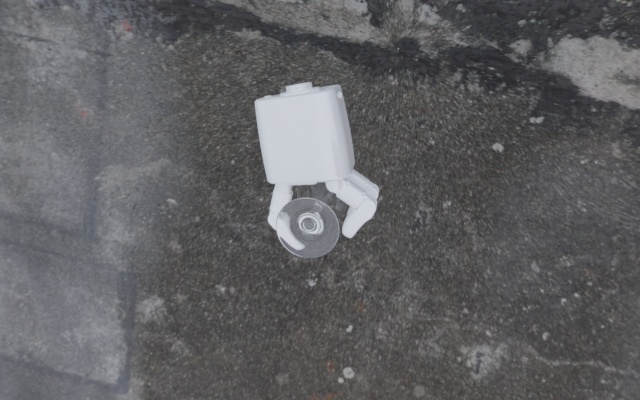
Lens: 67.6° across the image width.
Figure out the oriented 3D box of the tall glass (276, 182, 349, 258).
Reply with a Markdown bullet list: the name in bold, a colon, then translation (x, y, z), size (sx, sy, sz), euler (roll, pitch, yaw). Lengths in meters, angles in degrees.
- **tall glass**: translation (0.000, 0.002, 0.639), size (0.079, 0.079, 0.201), euler (0, 17, 9)
